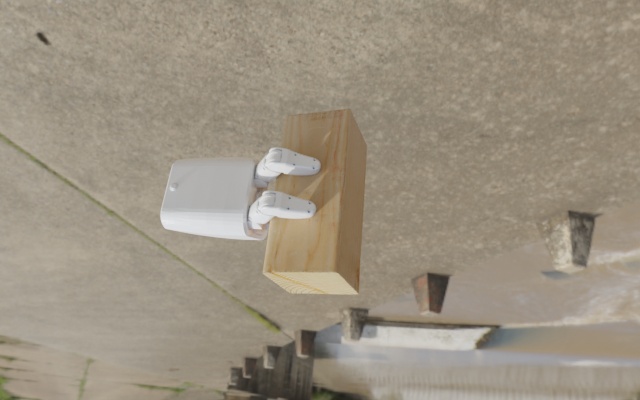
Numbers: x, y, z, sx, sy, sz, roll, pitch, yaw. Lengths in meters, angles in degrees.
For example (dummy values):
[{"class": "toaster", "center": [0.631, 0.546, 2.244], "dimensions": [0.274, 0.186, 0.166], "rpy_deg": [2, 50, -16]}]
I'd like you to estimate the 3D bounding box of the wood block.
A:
[{"class": "wood block", "center": [0.000, 0.002, 0.584], "dimensions": [0.090, 0.206, 0.091], "rpy_deg": [-3, -26, 18]}]
